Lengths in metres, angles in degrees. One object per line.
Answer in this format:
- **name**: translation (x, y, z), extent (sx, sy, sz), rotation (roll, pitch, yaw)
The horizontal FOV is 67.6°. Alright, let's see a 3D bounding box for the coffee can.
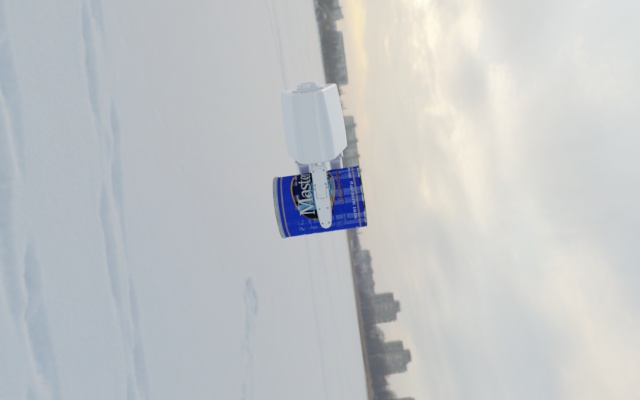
- **coffee can**: translation (0.000, 0.003, 0.783), extent (0.140, 0.103, 0.103), rotation (-8, 0, 2)
